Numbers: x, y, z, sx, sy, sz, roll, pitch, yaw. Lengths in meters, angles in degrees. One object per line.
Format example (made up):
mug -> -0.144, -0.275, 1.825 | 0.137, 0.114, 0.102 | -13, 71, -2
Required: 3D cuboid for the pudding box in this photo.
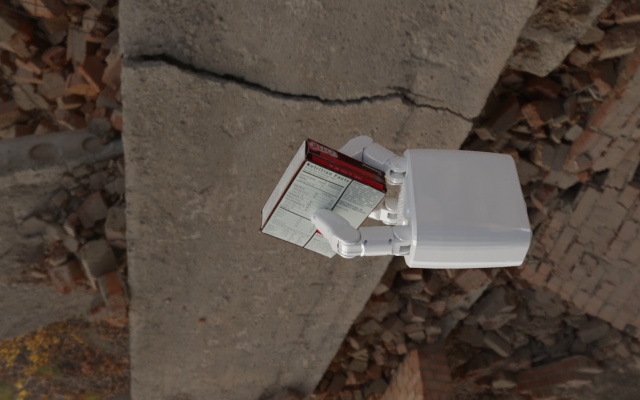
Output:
pudding box -> 0.000, 0.002, 0.483 | 0.090, 0.113, 0.039 | 23, 37, -17
